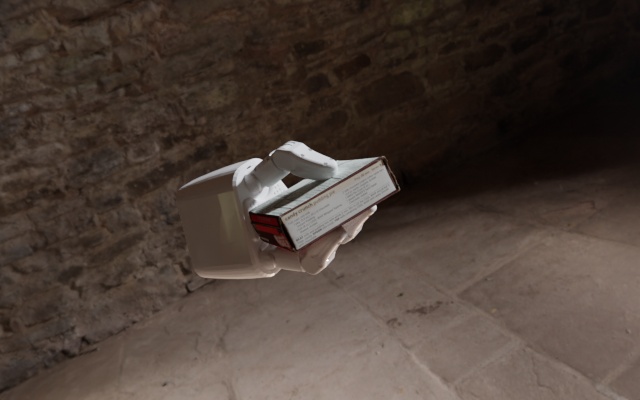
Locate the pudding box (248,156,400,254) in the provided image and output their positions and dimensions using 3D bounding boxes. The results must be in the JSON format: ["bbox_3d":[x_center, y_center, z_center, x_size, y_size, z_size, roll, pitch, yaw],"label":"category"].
[{"bbox_3d":[0.000,0.001,0.431,0.113,0.039,0.090,-32,15,-20],"label":"pudding box"}]
